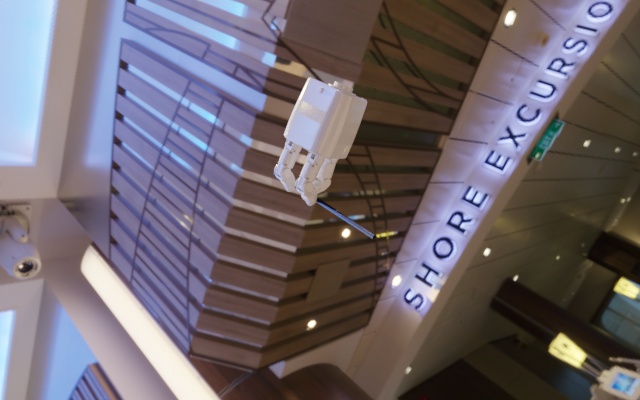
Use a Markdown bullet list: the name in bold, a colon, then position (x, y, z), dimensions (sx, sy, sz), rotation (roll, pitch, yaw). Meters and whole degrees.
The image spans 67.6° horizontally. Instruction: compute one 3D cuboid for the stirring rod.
- **stirring rod**: position (0.000, 0.003, 0.805), dimensions (0.239, 0.011, 0.011), rotation (33, 20, 35)
